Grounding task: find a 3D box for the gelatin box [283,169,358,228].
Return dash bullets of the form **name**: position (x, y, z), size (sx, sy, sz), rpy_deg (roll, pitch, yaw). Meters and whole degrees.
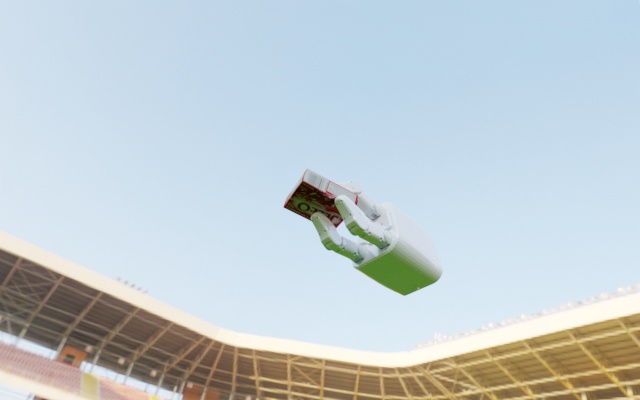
- **gelatin box**: position (0.000, 0.002, 0.706), size (0.089, 0.030, 0.073), rpy_deg (28, -42, -11)
